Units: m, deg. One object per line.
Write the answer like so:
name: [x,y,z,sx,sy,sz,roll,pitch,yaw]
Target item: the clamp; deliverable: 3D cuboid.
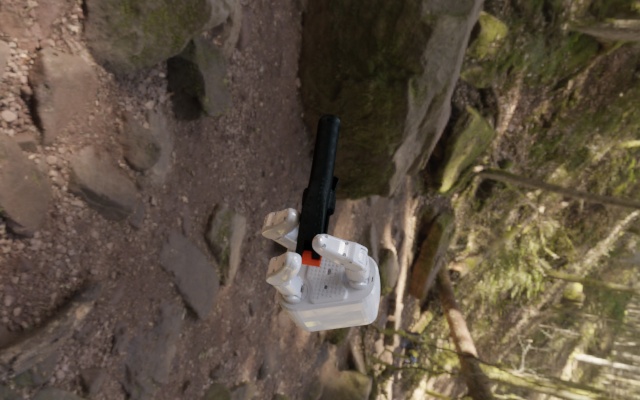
clamp: [0.001,0.002,0.542,0.039,0.171,0.120,6,-28,13]
